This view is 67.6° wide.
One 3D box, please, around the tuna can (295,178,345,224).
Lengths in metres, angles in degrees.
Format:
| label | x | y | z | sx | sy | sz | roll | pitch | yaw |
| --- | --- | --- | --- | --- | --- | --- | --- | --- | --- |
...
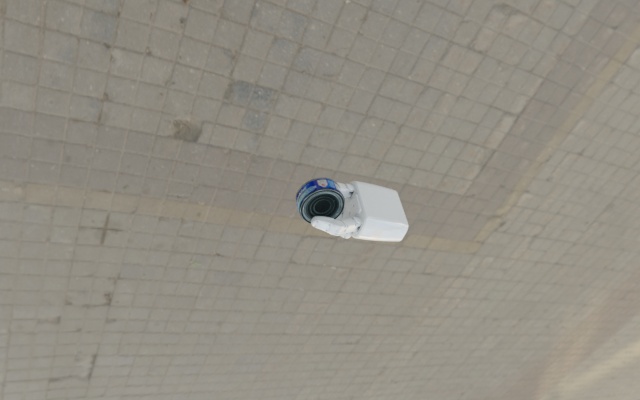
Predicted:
| label | x | y | z | sx | sy | sz | roll | pitch | yaw |
| --- | --- | --- | --- | --- | --- | --- | --- | --- | --- |
| tuna can | 0.000 | 0.003 | 0.857 | 0.086 | 0.086 | 0.033 | 0 | 39 | -18 |
